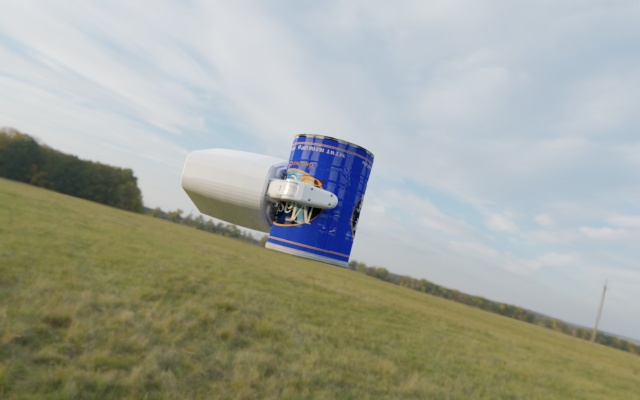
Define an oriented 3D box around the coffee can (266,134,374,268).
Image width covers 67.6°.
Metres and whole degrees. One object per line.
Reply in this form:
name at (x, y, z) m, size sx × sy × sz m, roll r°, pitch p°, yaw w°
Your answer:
coffee can at (0.000, 0.002, 0.582) m, size 0.103 × 0.140 × 0.103 m, roll 14°, pitch -6°, yaw 1°
